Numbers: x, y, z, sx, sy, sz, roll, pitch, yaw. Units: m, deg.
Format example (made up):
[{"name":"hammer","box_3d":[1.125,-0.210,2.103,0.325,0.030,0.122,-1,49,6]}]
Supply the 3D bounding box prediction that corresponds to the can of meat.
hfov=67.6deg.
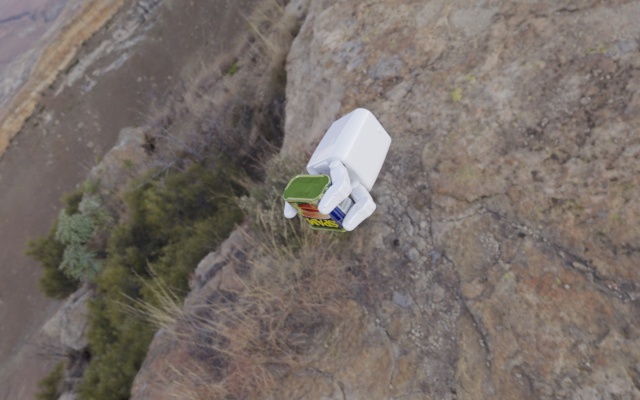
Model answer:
[{"name":"can of meat","box_3d":[0.000,0.002,0.772,0.102,0.057,0.084,3,-33,48]}]
